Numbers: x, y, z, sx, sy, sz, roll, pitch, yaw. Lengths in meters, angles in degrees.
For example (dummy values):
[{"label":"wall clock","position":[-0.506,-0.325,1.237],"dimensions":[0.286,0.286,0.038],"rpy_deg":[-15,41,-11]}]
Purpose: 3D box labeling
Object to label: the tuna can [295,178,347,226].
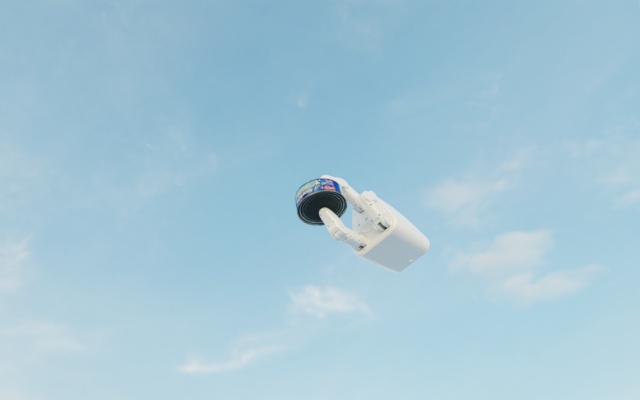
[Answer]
[{"label":"tuna can","position":[0.000,0.002,0.808],"dimensions":[0.086,0.033,0.086],"rpy_deg":[-8,-42,-7]}]
